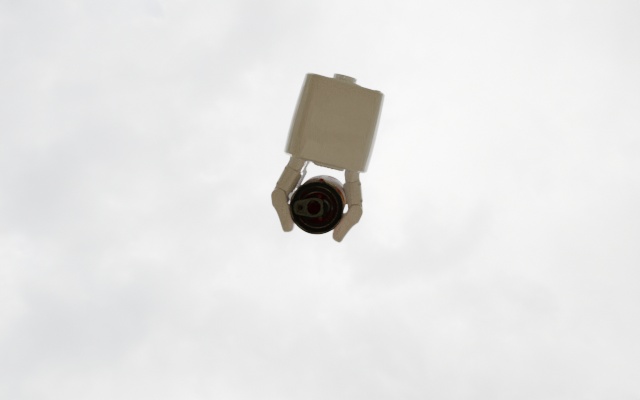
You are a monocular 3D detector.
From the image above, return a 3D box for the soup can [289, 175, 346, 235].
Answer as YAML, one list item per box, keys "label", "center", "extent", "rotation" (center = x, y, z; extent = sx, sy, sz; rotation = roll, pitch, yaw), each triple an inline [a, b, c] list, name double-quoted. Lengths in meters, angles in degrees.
- label: "soup can"
  center: [0.000, 0.003, 0.635]
  extent: [0.068, 0.068, 0.102]
  rotation: [0, 8, 6]
